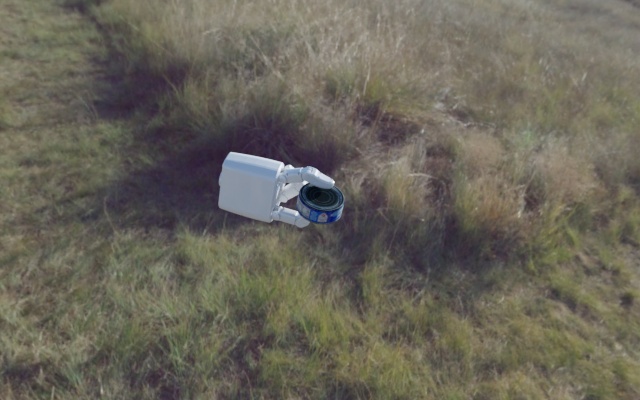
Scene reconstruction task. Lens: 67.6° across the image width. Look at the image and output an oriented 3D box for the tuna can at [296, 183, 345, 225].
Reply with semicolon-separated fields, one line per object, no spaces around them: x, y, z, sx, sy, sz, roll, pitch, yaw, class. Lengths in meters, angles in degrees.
0.000;0.002;0.871;0.086;0.034;0.086;8;39;-7;tuna can
